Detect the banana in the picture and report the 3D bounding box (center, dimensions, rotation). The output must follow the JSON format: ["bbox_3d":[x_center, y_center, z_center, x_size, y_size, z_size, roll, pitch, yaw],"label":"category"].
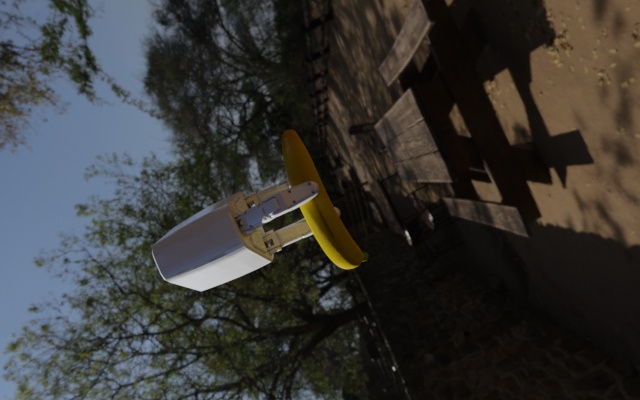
[{"bbox_3d":[0.001,0.011,0.562,0.037,0.198,0.069,-26,19,11],"label":"banana"}]
